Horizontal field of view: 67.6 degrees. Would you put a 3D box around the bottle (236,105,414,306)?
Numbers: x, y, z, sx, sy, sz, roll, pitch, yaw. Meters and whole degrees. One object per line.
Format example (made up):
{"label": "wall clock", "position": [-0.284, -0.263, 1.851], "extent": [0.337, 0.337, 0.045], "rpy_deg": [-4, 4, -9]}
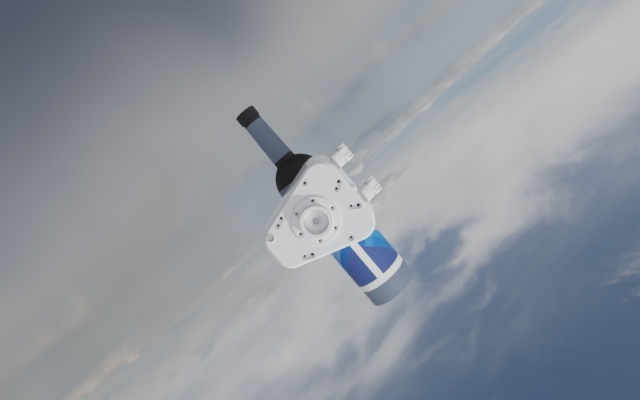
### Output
{"label": "bottle", "position": [0.000, 0.002, 0.606], "extent": [0.069, 0.296, 0.069], "rpy_deg": [-40, 5, 4]}
